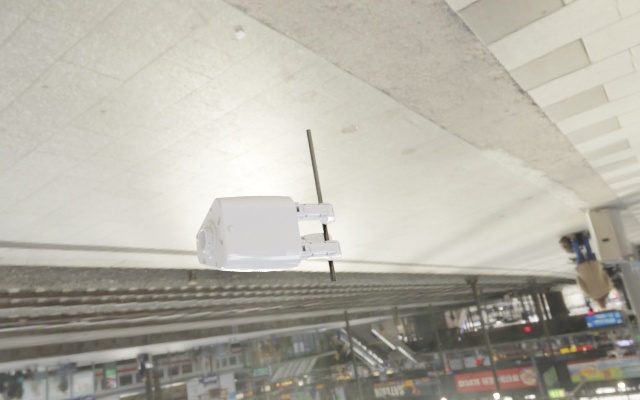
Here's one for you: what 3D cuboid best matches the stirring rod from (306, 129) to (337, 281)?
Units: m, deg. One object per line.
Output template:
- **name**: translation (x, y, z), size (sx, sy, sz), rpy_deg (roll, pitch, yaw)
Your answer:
- **stirring rod**: translation (0.000, 0.002, 0.724), size (0.011, 0.239, 0.011), rpy_deg (-9, -16, -3)
